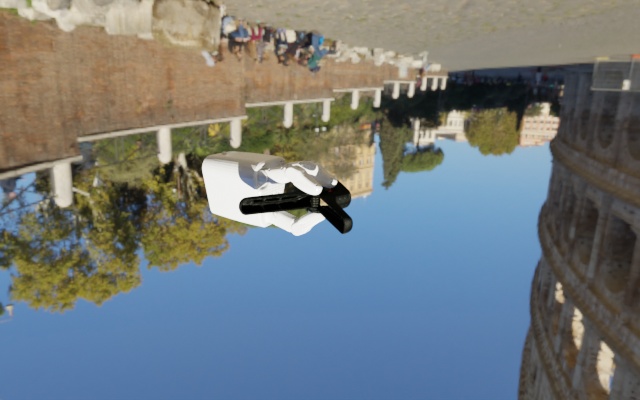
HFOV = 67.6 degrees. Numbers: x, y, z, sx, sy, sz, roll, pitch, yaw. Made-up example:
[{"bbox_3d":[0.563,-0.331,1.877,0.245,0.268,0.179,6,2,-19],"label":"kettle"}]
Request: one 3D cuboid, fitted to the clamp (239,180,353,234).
[{"bbox_3d":[0.000,0.003,0.725,0.164,0.036,0.210,13,18,23],"label":"clamp"}]
